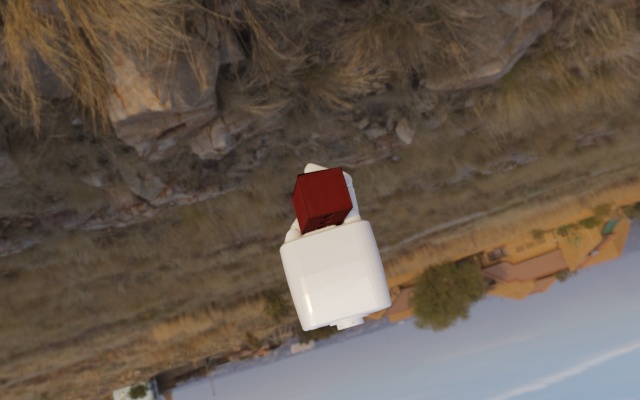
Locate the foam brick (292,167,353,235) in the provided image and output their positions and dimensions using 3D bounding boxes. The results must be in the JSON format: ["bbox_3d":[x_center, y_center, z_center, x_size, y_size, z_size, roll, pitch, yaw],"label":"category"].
[{"bbox_3d":[0.000,0.002,0.554,0.053,0.051,0.078,-12,-16,-12],"label":"foam brick"}]
